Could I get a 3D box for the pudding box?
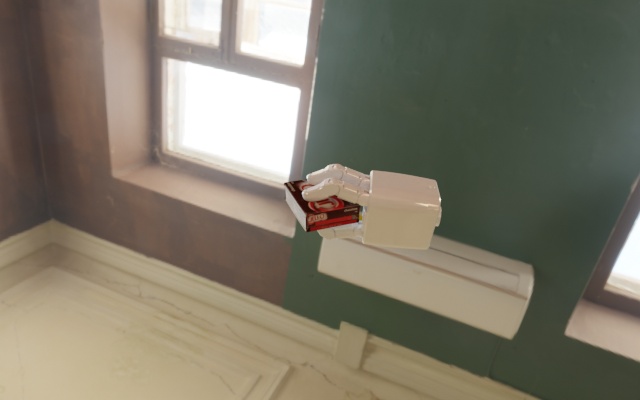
[{"bbox_3d":[0.000,0.003,0.761,0.090,0.039,0.113,-9,28,-20],"label":"pudding box"}]
